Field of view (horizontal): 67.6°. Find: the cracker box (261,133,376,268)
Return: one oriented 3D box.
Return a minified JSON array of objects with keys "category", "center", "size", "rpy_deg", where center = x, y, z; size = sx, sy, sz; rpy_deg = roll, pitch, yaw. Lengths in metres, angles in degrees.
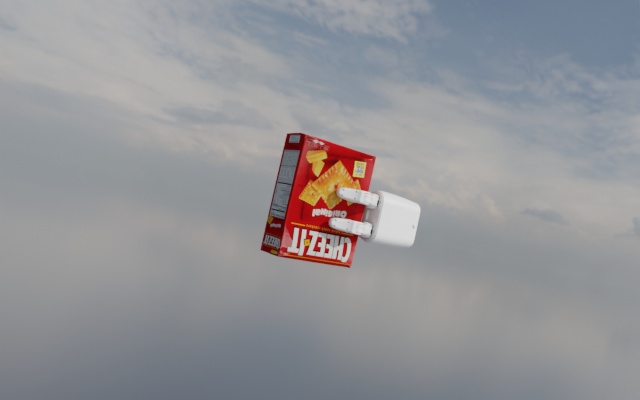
[{"category":"cracker box","center":[0.000,0.003,0.855],"size":[0.164,0.213,0.072],"rpy_deg":[14,-2,-35]}]
